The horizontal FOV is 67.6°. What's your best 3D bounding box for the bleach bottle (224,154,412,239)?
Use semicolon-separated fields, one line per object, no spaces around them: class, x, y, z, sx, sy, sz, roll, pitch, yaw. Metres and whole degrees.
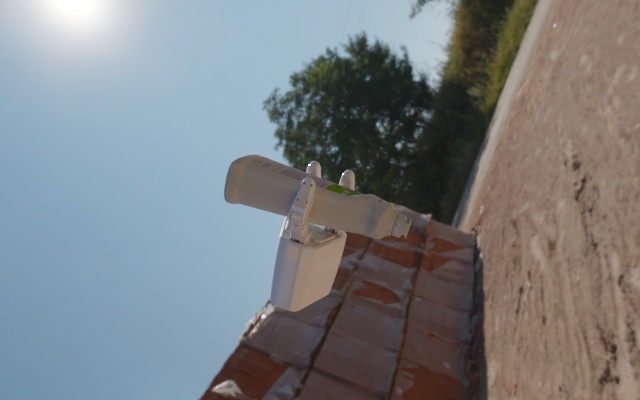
bleach bottle;0.000;0.002;0.665;0.251;0.068;0.102;18;18;14
